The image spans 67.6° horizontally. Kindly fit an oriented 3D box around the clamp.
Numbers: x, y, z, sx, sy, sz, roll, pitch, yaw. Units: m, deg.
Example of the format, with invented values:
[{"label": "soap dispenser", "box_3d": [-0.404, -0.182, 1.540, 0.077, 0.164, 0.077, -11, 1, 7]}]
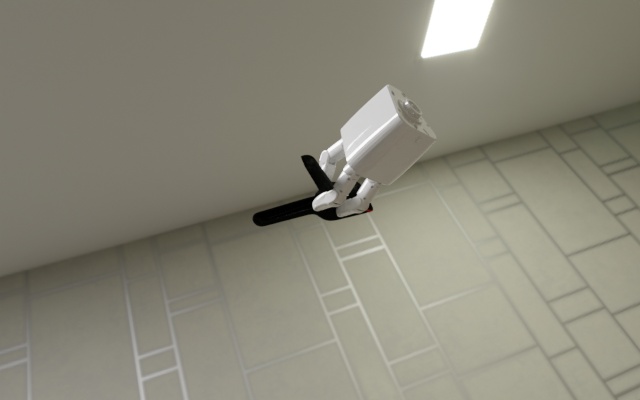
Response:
[{"label": "clamp", "box_3d": [0.000, 0.002, 0.799, 0.210, 0.036, 0.165, 14, -45, -43]}]
